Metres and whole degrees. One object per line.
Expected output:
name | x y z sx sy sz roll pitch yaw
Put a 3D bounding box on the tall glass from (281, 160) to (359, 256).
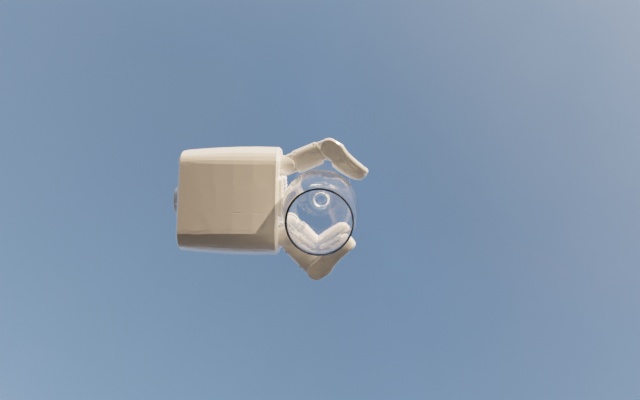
tall glass | 0.000 0.002 0.517 0.079 0.079 0.201 0 10 0
